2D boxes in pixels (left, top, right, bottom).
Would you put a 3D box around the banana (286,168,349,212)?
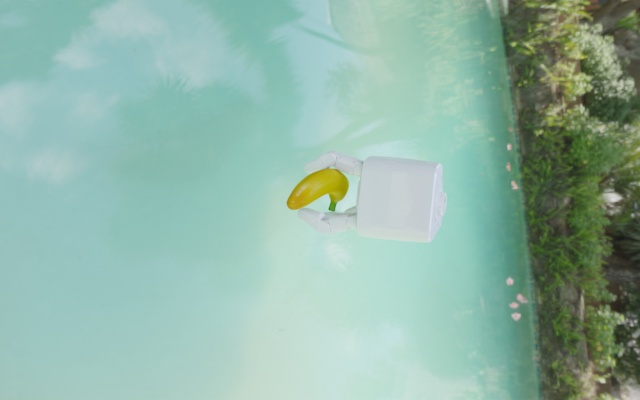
[{"bbox_3d":[0.007,-0.015,0.708,0.037,0.069,0.198,18,4,20],"label":"banana"}]
